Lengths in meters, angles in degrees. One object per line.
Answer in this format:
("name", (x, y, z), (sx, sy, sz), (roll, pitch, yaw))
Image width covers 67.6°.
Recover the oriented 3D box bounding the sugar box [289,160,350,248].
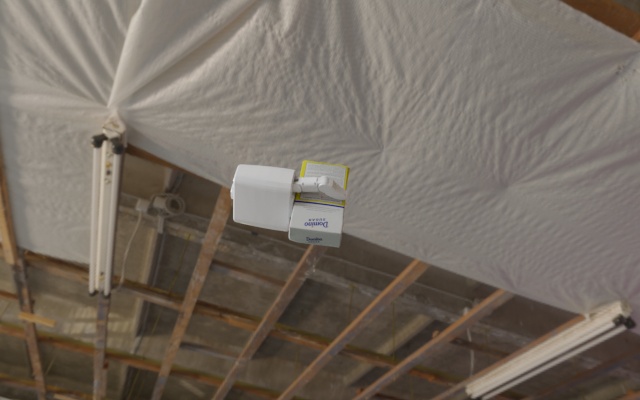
("sugar box", (0.000, 0.003, 0.883), (0.093, 0.176, 0.048), (8, -42, 2))
